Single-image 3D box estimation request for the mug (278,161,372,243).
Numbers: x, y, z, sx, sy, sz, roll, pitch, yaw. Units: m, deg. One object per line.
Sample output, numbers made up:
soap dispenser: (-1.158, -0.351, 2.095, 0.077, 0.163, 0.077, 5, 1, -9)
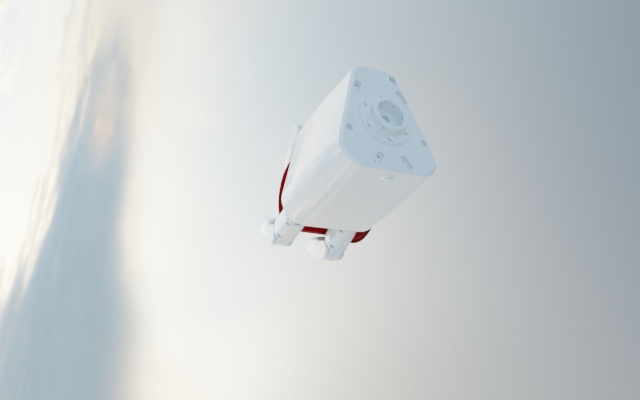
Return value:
mug: (-0.001, 0.002, 0.527, 0.081, 0.093, 0.117, 9, -32, -26)
